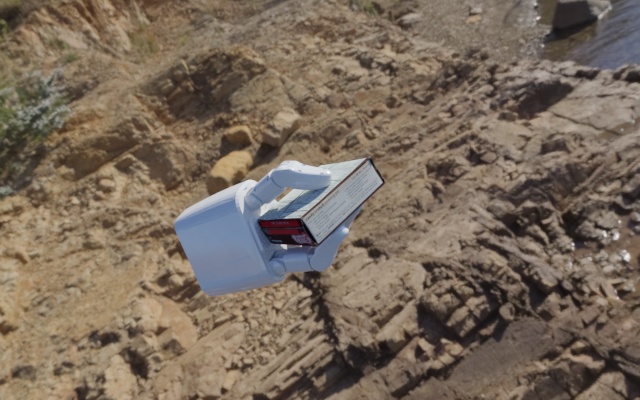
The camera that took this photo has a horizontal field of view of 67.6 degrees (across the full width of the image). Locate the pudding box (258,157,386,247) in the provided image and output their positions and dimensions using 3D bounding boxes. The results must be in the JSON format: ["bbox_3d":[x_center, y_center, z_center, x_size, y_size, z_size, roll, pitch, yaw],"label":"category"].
[{"bbox_3d":[0.000,0.002,0.507,0.113,0.039,0.090,-43,22,-28],"label":"pudding box"}]
